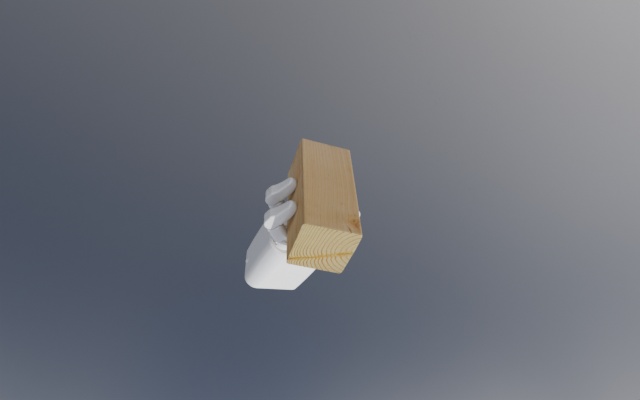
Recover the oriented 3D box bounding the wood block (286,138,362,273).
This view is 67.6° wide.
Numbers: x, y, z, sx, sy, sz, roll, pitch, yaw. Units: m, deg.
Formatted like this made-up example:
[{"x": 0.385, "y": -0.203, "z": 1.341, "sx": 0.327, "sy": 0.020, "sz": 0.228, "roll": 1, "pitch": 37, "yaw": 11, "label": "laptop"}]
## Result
[{"x": 0.000, "y": 0.003, "z": 0.764, "sx": 0.091, "sy": 0.090, "sz": 0.206, "roll": 13, "pitch": 40, "yaw": -14, "label": "wood block"}]
